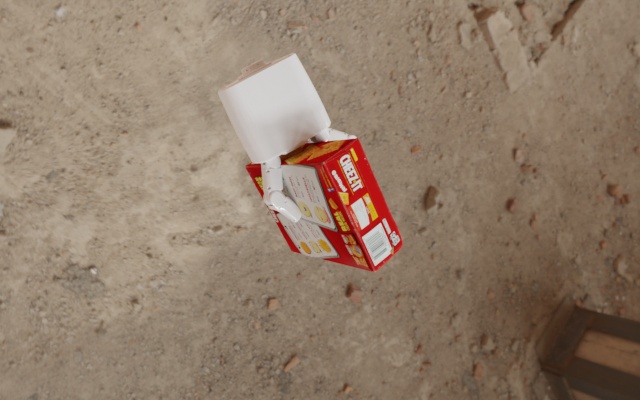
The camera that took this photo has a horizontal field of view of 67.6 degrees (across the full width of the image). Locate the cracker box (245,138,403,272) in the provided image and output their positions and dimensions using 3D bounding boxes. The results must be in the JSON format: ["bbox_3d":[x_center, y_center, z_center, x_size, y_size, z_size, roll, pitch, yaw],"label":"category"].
[{"bbox_3d":[0.000,0.002,0.680,0.072,0.164,0.213,-36,21,-27],"label":"cracker box"}]
